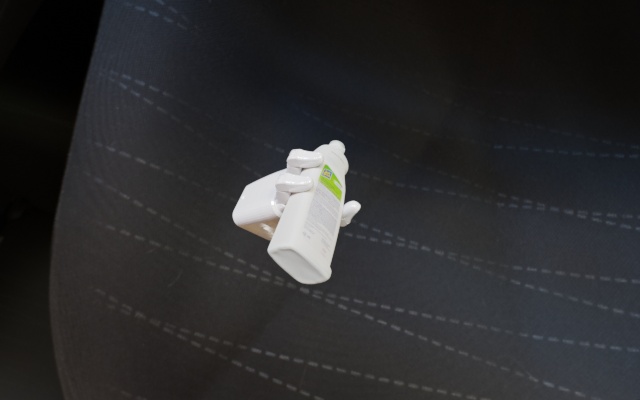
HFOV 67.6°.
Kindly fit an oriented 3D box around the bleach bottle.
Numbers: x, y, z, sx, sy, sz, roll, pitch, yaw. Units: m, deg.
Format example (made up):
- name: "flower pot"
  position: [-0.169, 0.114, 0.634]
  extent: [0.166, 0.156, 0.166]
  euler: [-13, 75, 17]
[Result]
- name: "bleach bottle"
  position: [0.000, 0.002, 0.772]
  extent: [0.068, 0.250, 0.103]
  euler: [-17, -51, 38]
